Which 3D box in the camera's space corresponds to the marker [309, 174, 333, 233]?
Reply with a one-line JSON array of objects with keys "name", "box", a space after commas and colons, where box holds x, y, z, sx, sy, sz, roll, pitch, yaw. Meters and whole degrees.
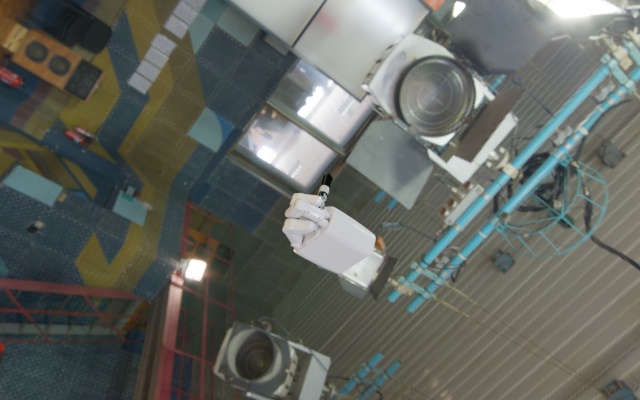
[{"name": "marker", "box": [0.000, 0.003, 0.866, 0.020, 0.121, 0.020, 13, -29, 7]}]
